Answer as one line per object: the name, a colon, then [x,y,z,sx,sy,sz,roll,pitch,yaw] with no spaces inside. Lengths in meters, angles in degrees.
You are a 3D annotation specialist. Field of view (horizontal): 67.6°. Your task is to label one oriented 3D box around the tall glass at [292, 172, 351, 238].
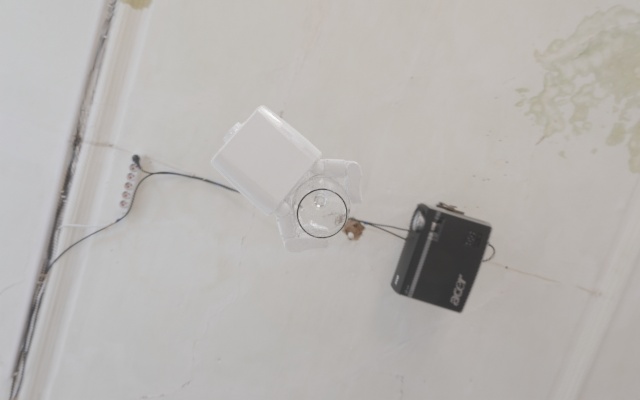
tall glass: [0.000,0.002,0.674,0.079,0.079,0.201,0,8,-1]
